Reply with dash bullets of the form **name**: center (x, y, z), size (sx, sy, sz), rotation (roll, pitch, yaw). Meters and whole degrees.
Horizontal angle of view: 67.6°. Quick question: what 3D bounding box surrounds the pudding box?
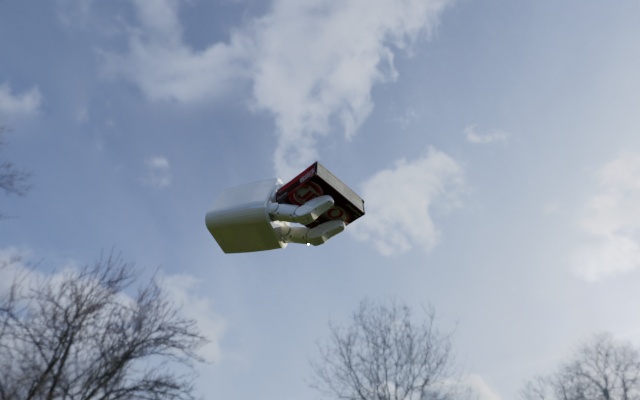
- **pudding box**: center (0.000, 0.002, 0.743), size (0.090, 0.039, 0.113), rotation (-34, -55, 31)
